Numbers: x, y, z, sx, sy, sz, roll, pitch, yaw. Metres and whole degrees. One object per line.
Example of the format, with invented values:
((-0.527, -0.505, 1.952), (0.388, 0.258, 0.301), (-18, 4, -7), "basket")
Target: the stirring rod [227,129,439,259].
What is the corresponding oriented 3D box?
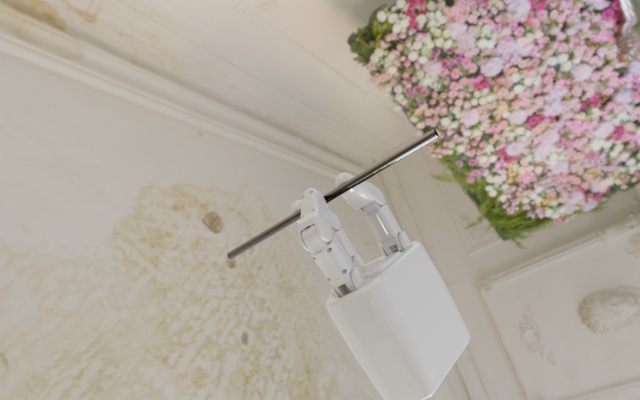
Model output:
((0.000, 0.001, 0.435), (0.239, 0.011, 0.011), (-31, -15, 26), "stirring rod")
